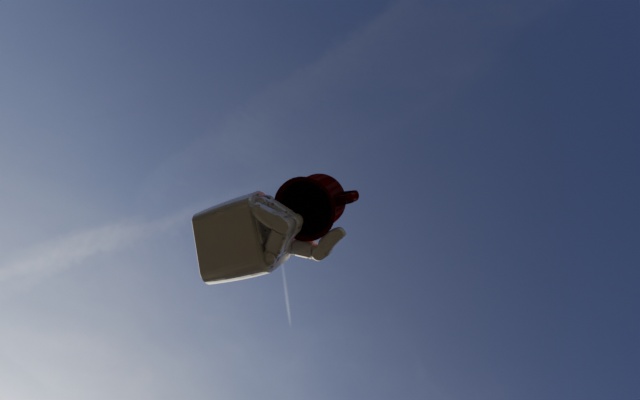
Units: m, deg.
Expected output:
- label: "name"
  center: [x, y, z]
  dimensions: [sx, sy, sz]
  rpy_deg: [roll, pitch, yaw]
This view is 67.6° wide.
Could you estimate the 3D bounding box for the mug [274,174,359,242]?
- label: "mug"
  center: [0.001, 0.002, 0.699]
  dimensions: [0.117, 0.093, 0.081]
  rpy_deg: [-14, 6, 21]
